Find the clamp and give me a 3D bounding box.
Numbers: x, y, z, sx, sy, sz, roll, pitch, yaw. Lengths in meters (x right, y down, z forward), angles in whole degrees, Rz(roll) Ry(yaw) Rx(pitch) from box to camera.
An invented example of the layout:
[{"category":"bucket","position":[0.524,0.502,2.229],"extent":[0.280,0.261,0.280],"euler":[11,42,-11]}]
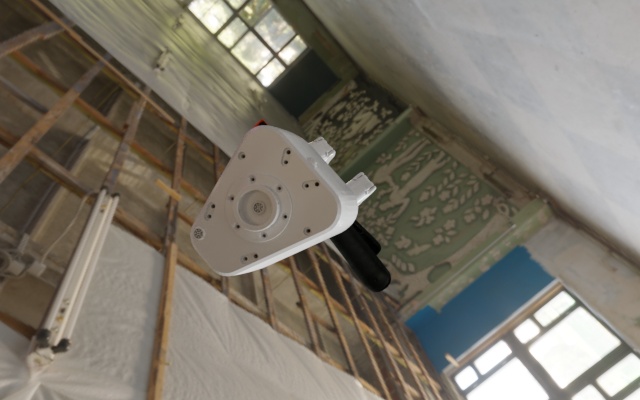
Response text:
[{"category":"clamp","position":[-0.001,0.002,0.514],"extent":[0.036,0.210,0.164],"euler":[-42,-6,5]}]
